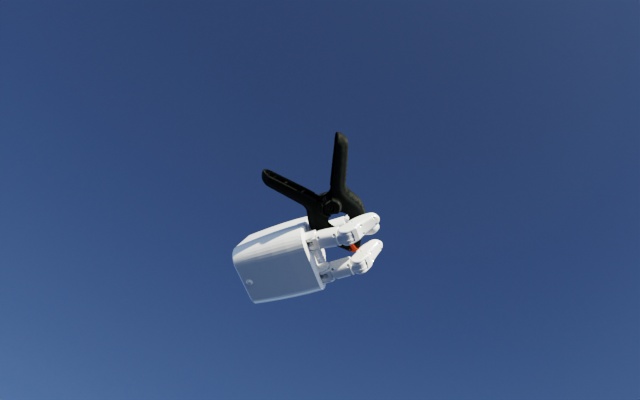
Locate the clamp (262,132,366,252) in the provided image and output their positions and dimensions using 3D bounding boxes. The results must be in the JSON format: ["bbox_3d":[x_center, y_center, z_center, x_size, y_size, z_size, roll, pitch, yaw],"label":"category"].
[{"bbox_3d":[0.000,0.002,0.641,0.120,0.171,0.039,-16,25,10],"label":"clamp"}]
